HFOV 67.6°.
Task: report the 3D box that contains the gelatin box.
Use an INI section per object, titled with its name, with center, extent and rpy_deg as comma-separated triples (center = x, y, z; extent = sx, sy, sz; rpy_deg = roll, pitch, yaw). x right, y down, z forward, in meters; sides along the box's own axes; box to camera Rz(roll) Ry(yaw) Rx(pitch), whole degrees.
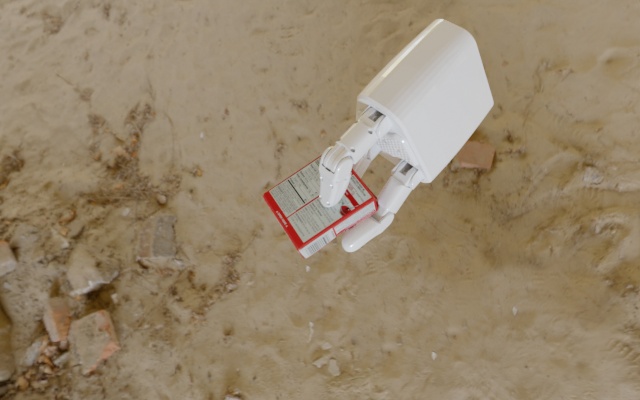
[gelatin box]
center = 0.000, 0.002, 0.462
extent = 0.089, 0.073, 0.030
rpy_deg = -34, -29, -5
